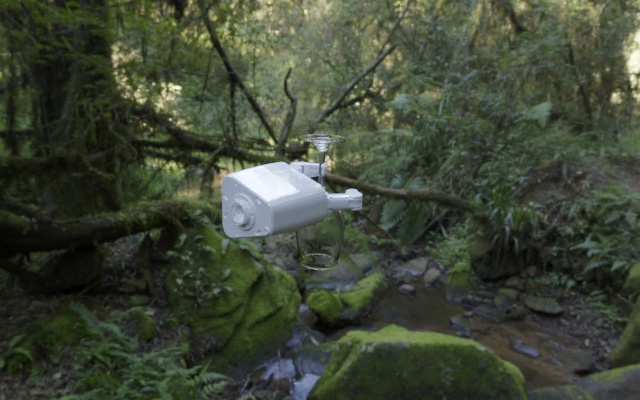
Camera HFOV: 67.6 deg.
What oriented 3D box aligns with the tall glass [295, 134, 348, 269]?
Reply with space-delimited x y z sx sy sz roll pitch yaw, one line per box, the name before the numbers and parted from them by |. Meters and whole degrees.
tall glass | 0.000 0.002 0.736 0.079 0.201 0.079 1 16 0
